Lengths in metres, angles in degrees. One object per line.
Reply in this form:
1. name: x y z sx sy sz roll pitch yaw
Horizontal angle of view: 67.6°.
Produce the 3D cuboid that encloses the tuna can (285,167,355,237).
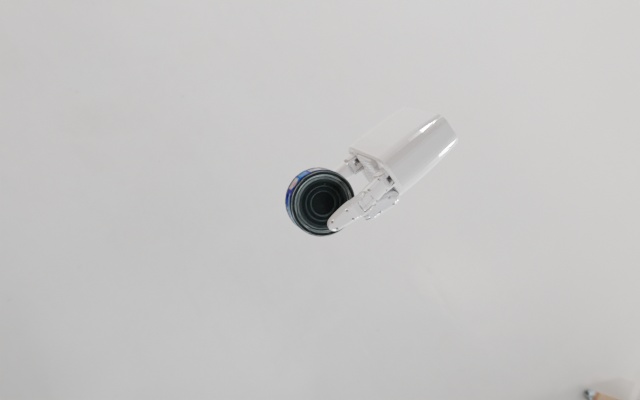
1. tuna can: 0.000 0.002 0.603 0.086 0.086 0.033 0 8 -14
